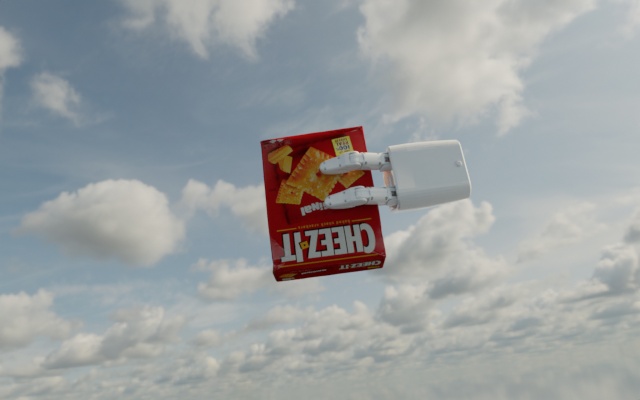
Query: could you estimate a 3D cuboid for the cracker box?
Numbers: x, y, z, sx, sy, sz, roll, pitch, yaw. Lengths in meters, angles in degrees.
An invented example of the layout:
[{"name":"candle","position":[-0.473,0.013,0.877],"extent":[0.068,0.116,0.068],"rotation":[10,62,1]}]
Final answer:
[{"name":"cracker box","position":[0.000,0.002,0.723],"extent":[0.164,0.213,0.072],"rotation":[-8,-21,-1]}]
